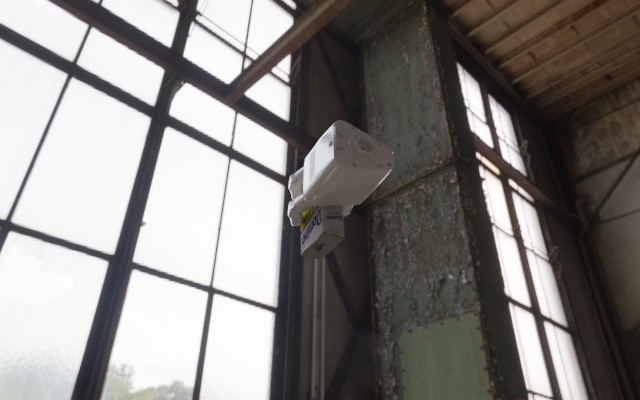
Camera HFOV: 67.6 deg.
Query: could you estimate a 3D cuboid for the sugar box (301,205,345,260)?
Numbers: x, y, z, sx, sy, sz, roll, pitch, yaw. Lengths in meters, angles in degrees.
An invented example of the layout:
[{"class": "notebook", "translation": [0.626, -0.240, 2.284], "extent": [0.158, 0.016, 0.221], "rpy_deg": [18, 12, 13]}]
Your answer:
[{"class": "sugar box", "translation": [0.000, 0.002, 0.824], "extent": [0.048, 0.176, 0.093], "rpy_deg": [15, -35, -20]}]
